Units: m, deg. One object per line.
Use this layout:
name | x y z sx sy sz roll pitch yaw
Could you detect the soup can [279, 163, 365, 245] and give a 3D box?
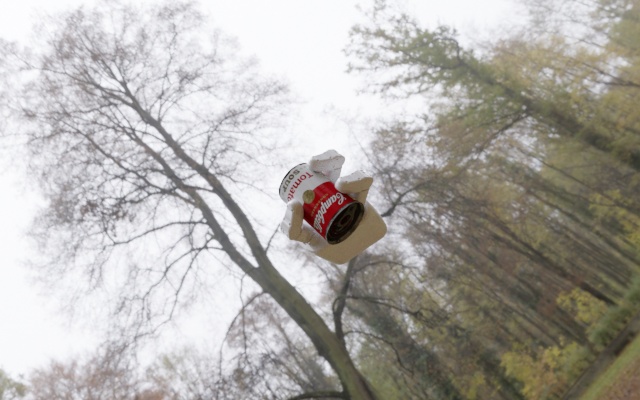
soup can | 0.000 0.002 0.644 0.102 0.068 0.068 40 23 30
